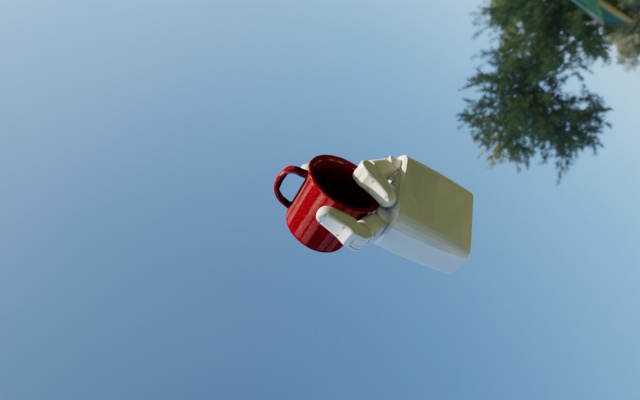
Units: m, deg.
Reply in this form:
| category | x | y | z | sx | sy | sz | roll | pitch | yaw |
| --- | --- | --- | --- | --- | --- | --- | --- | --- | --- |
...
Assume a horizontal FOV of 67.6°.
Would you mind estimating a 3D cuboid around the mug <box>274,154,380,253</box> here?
| category | x | y | z | sx | sy | sz | roll | pitch | yaw |
| --- | --- | --- | --- | --- | --- | --- | --- | --- | --- |
| mug | -0.001 | 0.001 | 0.556 | 0.117 | 0.081 | 0.093 | 25 | 35 | -11 |
